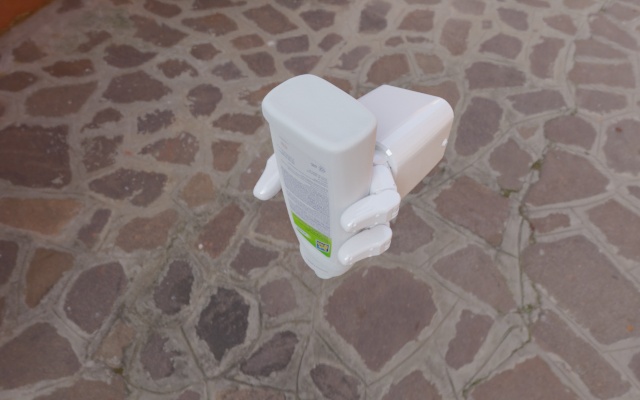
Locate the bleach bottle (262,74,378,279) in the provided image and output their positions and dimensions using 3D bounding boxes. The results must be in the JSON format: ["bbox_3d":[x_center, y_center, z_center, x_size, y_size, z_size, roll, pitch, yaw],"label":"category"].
[{"bbox_3d":[0.000,0.002,0.496,0.068,0.251,0.102,-38,61,-26],"label":"bleach bottle"}]
